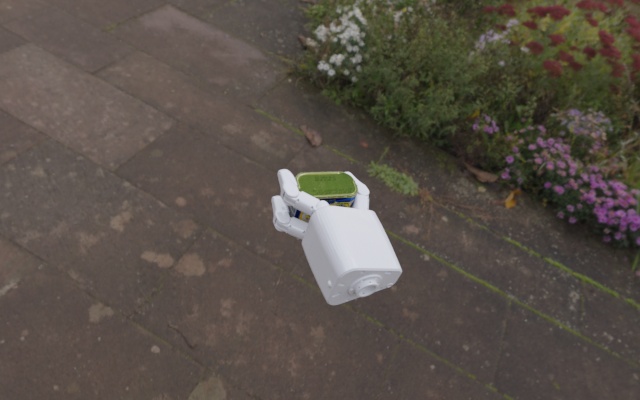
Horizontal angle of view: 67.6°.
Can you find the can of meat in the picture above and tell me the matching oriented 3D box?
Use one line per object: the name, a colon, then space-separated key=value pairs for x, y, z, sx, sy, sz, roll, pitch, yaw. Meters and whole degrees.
can of meat: x=0.000 y=0.002 z=0.740 sx=0.102 sy=0.057 sz=0.084 roll=-4 pitch=-40 yaw=-21
